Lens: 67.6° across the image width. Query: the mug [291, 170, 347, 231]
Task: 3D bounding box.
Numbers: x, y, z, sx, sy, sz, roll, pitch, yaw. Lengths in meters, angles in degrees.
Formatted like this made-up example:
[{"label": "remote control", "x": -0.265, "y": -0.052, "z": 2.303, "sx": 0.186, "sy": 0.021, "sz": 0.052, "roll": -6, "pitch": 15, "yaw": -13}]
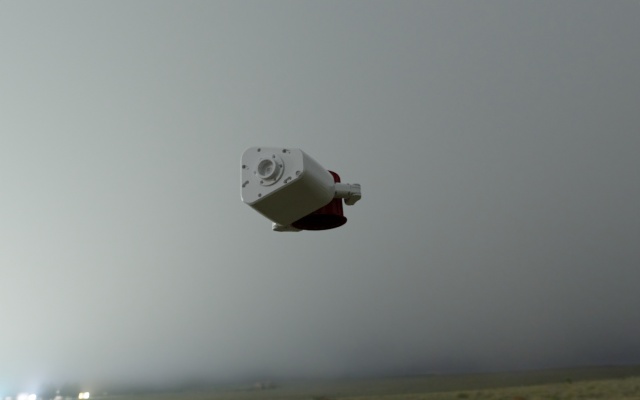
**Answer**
[{"label": "mug", "x": 0.001, "y": 0.003, "z": 0.814, "sx": 0.093, "sy": 0.081, "sz": 0.117, "roll": -11, "pitch": -21, "yaw": 19}]
